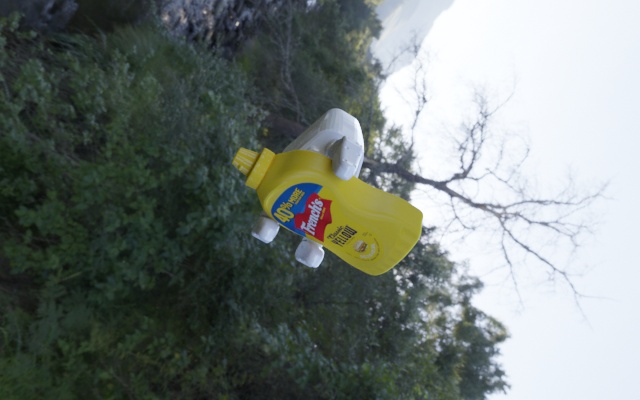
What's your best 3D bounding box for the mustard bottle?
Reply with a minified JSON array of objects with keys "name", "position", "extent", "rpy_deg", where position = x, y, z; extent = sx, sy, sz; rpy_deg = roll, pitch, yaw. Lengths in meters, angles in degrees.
[{"name":"mustard bottle","position":[0.000,0.002,0.479],"extent":[0.191,0.058,0.096],"rpy_deg":[30,-42,-10]}]
